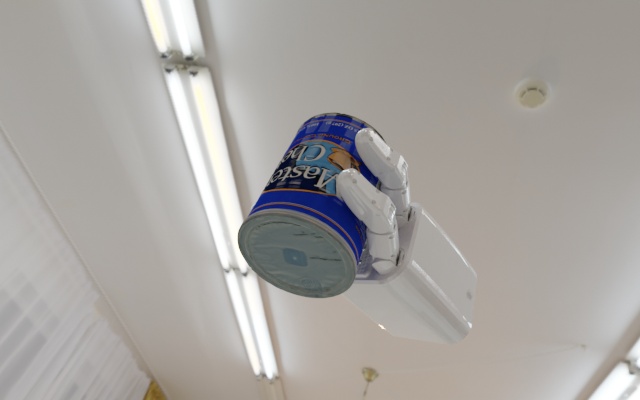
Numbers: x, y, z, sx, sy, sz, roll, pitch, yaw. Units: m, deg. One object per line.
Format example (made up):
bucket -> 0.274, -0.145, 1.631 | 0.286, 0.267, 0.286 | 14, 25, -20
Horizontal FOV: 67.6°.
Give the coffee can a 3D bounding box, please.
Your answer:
coffee can -> 0.000, 0.001, 0.434 | 0.103, 0.103, 0.140 | 0, 42, 24
